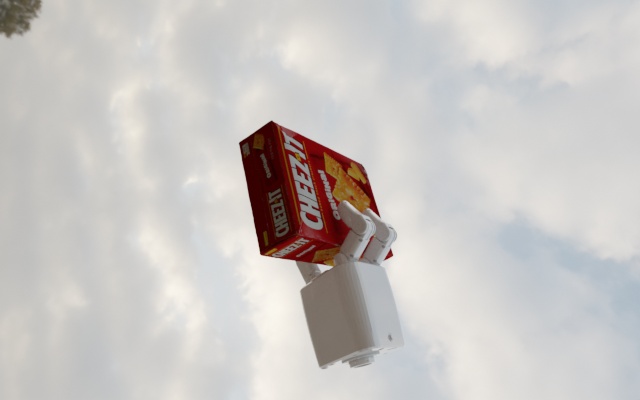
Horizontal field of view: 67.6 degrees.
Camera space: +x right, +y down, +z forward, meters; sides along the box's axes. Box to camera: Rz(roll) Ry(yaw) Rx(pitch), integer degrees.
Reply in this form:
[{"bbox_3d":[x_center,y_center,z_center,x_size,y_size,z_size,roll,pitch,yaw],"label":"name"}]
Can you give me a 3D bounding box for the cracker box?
[{"bbox_3d":[0.000,0.002,0.656,0.072,0.164,0.214,-30,-29,29],"label":"cracker box"}]
